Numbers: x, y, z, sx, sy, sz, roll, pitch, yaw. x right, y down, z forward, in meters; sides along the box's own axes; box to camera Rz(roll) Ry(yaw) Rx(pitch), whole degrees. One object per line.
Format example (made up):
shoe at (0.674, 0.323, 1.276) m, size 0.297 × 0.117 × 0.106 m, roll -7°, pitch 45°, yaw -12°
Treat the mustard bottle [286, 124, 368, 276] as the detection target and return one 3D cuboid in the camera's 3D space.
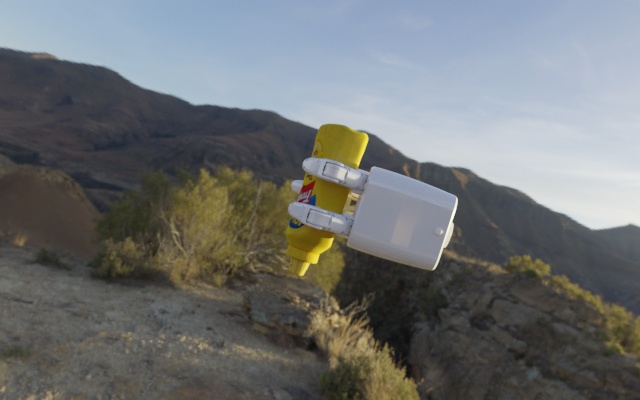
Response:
mustard bottle at (0.000, 0.002, 0.602) m, size 0.058 × 0.191 × 0.096 m, roll 18°, pitch 1°, yaw -20°
